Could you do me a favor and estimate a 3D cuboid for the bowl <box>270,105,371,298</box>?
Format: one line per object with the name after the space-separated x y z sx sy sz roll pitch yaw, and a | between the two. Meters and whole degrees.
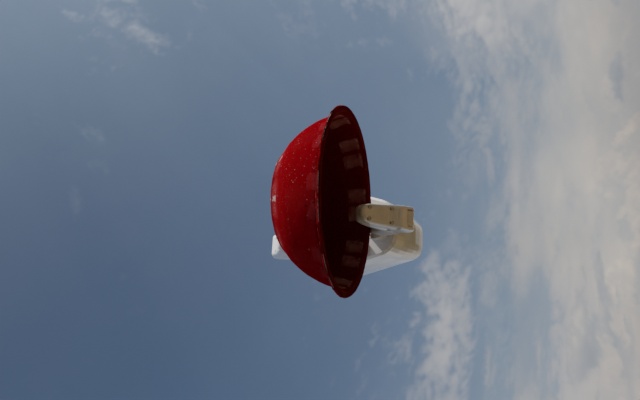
-0.001 0.001 0.412 0.055 0.162 0.162 -1 0 18 | bowl
